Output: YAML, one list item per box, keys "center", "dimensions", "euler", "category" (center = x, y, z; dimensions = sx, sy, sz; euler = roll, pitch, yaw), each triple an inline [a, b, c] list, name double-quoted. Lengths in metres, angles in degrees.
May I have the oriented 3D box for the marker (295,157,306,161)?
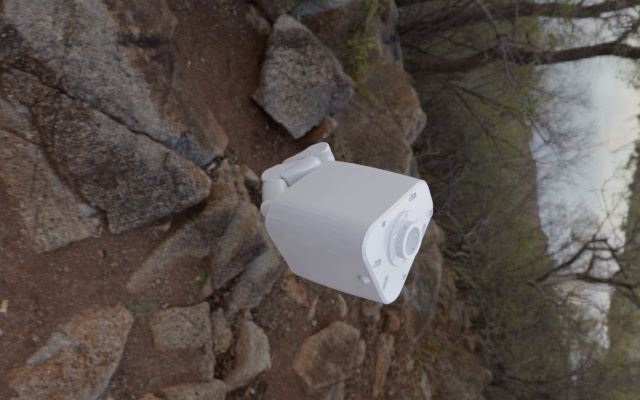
- center: [0.000, 0.002, 0.533]
  dimensions: [0.020, 0.020, 0.121]
  euler: [0, -42, 28]
  category: "marker"
